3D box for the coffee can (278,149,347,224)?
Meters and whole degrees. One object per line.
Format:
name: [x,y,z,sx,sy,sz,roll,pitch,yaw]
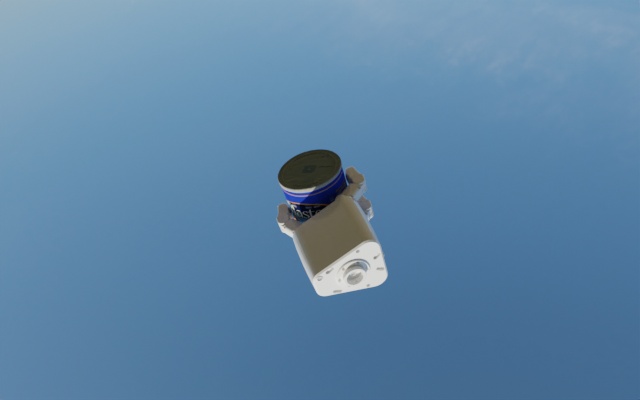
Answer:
coffee can: [0.000,0.002,0.781,0.103,0.140,0.102,-12,38,9]
